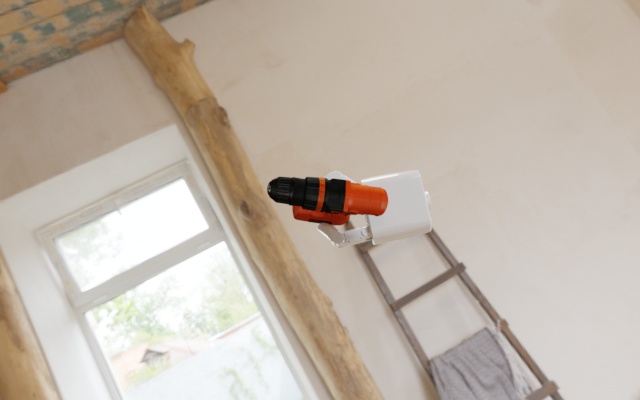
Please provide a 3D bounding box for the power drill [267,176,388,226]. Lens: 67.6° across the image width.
[{"bbox_3d":[0.000,0.003,0.786,0.184,0.057,0.187,9,-7,-8],"label":"power drill"}]
